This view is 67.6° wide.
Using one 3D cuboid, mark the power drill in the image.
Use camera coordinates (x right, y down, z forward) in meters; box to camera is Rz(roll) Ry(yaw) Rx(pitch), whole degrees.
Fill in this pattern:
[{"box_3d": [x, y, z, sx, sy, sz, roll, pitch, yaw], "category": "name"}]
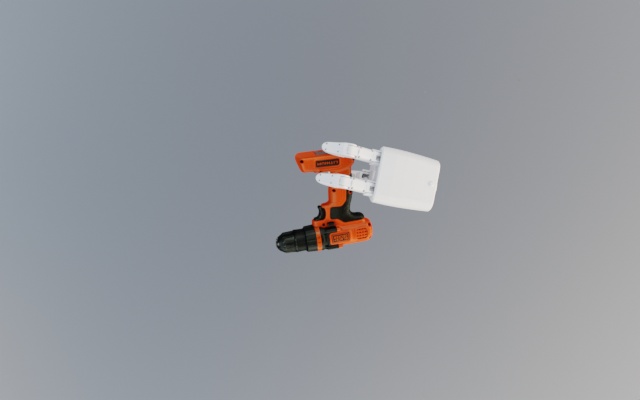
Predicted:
[{"box_3d": [0.000, 0.002, 0.880, 0.184, 0.188, 0.057, -10, 20, -10], "category": "power drill"}]
